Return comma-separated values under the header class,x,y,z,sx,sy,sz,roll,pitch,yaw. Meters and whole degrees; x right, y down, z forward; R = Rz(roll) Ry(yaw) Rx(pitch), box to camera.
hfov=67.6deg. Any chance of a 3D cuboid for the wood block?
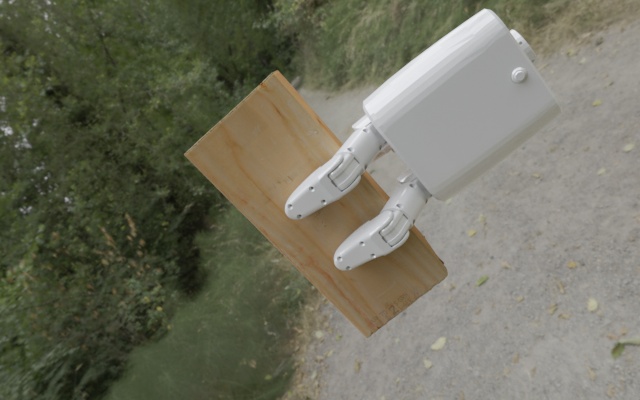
class,x,y,z,sx,sy,sz,roll,pitch,yaw
wood block,0.000,0.001,0.401,0.090,0.206,0.090,-40,14,9
